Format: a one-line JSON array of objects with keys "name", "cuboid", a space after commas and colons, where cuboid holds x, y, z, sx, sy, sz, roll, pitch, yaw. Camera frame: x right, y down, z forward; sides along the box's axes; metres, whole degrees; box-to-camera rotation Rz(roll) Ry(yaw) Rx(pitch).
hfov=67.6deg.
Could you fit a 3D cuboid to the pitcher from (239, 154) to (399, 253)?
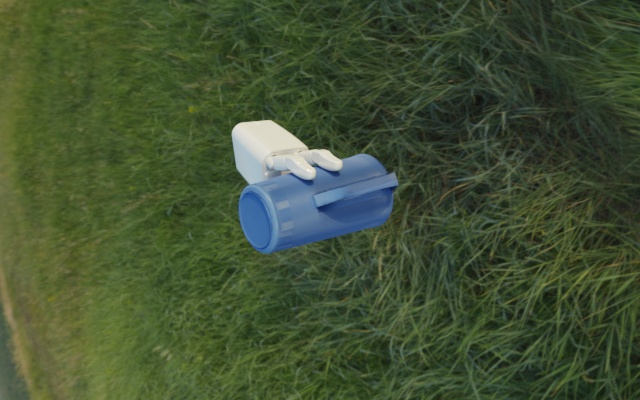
[{"name": "pitcher", "cuboid": [0.000, 0.002, 0.777, 0.243, 0.149, 0.145, -15, 43, -37]}]
